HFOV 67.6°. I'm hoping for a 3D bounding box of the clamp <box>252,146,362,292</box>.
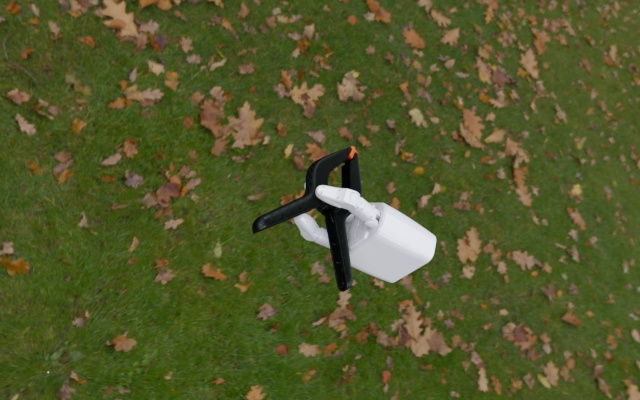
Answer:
[{"bbox_3d":[0.001,0.002,0.676,0.164,0.210,0.036,30,-30,-24],"label":"clamp"}]
